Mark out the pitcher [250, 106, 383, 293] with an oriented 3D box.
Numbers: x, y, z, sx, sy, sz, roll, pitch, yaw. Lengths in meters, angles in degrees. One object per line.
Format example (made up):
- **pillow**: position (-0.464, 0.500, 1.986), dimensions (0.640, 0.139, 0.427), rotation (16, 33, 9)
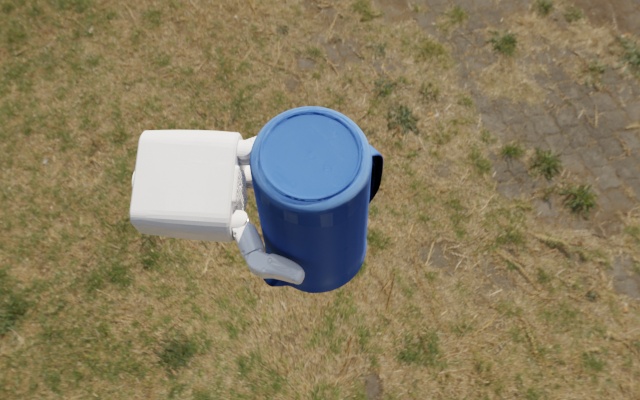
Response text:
- **pitcher**: position (0.000, 0.002, 0.522), dimensions (0.145, 0.149, 0.243), rotation (3, -24, 2)
